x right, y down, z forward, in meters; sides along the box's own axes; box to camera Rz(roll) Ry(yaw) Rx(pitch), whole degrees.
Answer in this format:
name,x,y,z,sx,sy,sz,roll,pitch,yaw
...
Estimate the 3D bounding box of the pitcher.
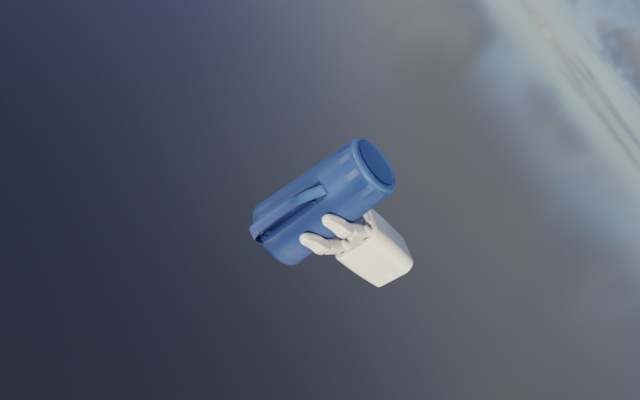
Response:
name,x,y,z,sx,sy,sz,roll,pitch,yaw
pitcher,0.000,0.003,0.817,0.145,0.149,0.243,39,-57,-23
